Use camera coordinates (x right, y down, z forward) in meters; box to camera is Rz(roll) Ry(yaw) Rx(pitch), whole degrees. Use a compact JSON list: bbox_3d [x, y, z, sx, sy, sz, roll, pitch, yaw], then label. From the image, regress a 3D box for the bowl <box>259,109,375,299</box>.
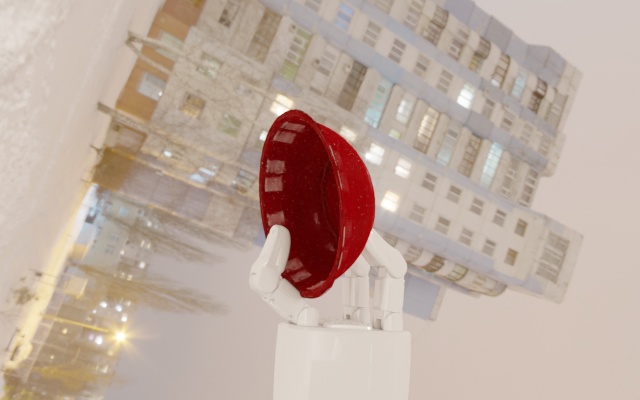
[{"bbox_3d":[0.000,0.000,0.421,0.055,0.162,0.162,-7,3,-28],"label":"bowl"}]
